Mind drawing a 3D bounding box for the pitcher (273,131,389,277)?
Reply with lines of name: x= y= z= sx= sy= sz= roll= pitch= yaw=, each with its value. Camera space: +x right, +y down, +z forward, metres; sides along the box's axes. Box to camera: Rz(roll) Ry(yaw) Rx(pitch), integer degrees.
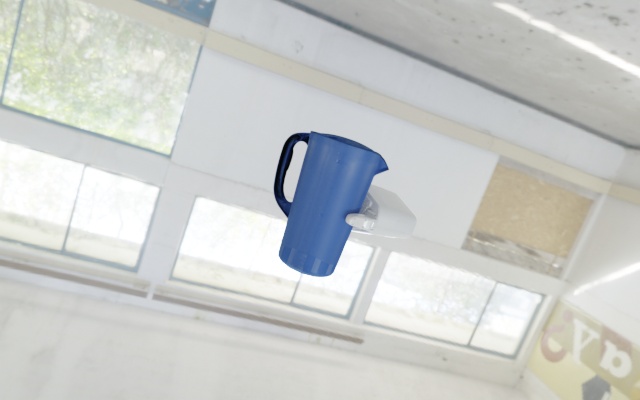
pitcher: x=0.000 y=0.003 z=0.846 sx=0.145 sy=0.243 sz=0.149 roll=12 pitch=12 yaw=-36
